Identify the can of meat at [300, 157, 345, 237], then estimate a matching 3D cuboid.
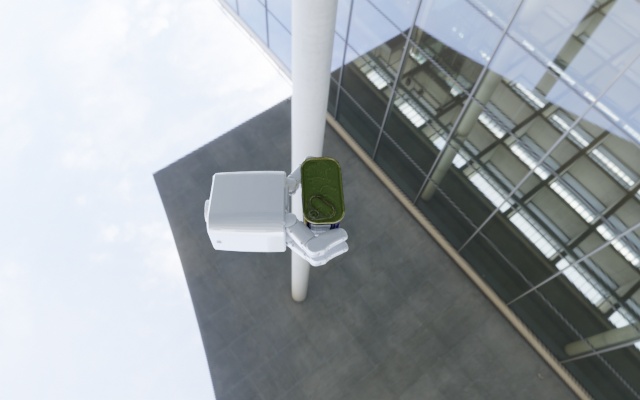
[{"bbox_3d":[0.000,0.002,0.687,0.057,0.102,0.084,-2,-26,-5],"label":"can of meat"}]
